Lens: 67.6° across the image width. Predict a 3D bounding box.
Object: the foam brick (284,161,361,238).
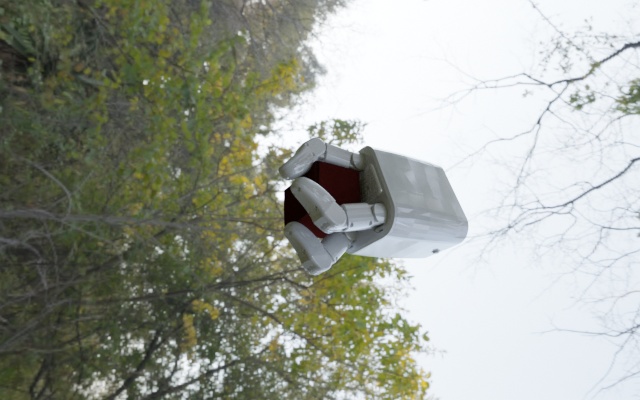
[{"bbox_3d":[0.000,0.002,0.504,0.051,0.053,0.078,11,-27,-27],"label":"foam brick"}]
